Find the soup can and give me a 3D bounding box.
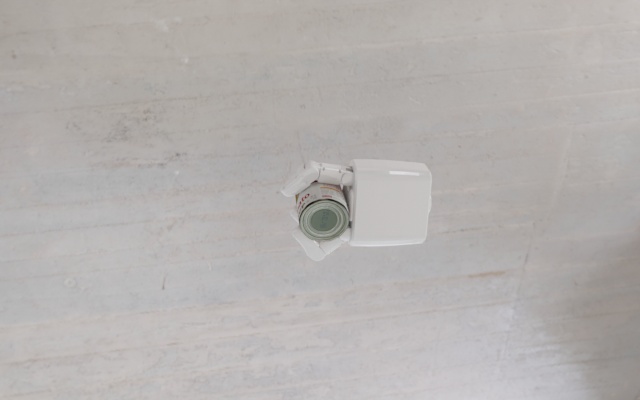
[{"bbox_3d":[0.000,0.002,0.657,0.068,0.068,0.102,0,31,-7],"label":"soup can"}]
